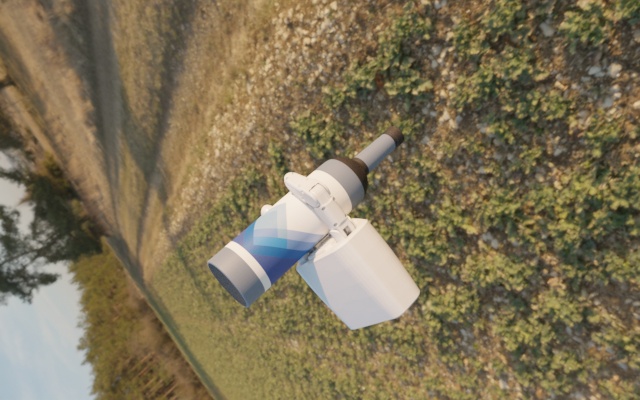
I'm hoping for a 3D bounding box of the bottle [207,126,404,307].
[{"bbox_3d":[0.000,0.002,0.574,0.295,0.069,0.069,-42,20,-24],"label":"bottle"}]
